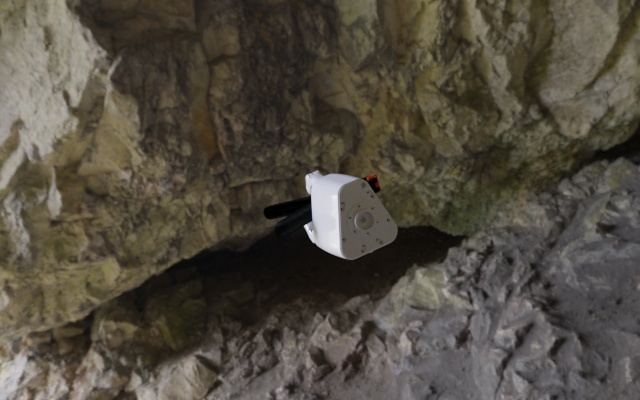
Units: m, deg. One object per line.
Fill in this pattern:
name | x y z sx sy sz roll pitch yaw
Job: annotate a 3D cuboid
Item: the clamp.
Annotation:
clamp | 0.000 0.002 0.820 0.210 0.036 0.164 -22 15 -16
